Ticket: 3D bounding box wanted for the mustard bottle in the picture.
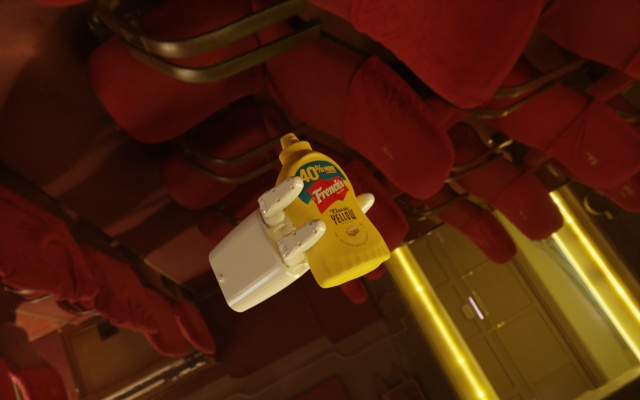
[{"bbox_3d":[0.000,0.002,0.567,0.096,0.191,0.058,-14,-22,-36],"label":"mustard bottle"}]
